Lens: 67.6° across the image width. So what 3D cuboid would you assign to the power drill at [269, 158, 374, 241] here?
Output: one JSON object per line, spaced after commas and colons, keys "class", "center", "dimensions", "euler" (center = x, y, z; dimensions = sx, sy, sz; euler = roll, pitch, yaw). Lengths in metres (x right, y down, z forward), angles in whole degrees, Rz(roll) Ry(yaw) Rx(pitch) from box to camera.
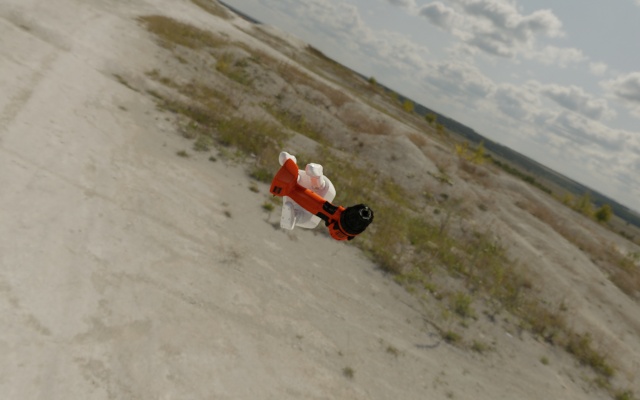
{"class": "power drill", "center": [0.000, 0.003, 0.875], "dimensions": [0.187, 0.057, 0.184], "euler": [37, -19, -2]}
